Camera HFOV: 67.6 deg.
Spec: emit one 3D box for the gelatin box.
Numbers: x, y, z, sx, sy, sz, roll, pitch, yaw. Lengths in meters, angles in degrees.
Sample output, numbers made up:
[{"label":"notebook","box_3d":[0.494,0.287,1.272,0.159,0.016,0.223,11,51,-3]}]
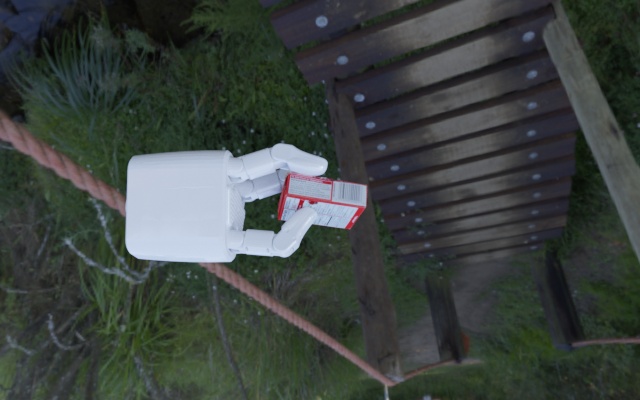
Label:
[{"label":"gelatin box","box_3d":[0.000,0.002,0.529,0.089,0.030,0.073,9,-23,-7]}]
